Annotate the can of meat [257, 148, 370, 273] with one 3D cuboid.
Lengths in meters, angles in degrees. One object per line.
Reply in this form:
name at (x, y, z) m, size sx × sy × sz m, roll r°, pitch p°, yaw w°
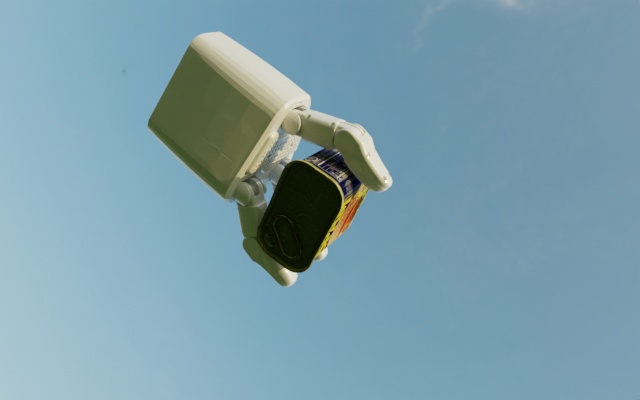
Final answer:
can of meat at (0.000, 0.001, 0.423) m, size 0.057 × 0.102 × 0.084 m, roll 35°, pitch 34°, yaw 13°
